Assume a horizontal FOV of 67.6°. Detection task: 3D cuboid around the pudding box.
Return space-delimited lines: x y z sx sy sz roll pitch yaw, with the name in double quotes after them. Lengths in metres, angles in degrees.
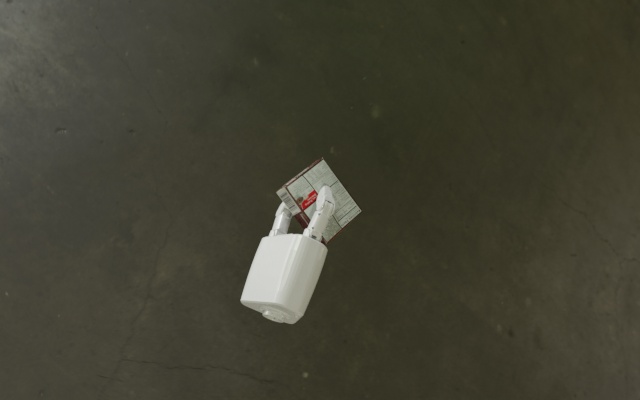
0.000 0.002 0.758 0.090 0.113 0.039 -39 7 -30 "pudding box"
